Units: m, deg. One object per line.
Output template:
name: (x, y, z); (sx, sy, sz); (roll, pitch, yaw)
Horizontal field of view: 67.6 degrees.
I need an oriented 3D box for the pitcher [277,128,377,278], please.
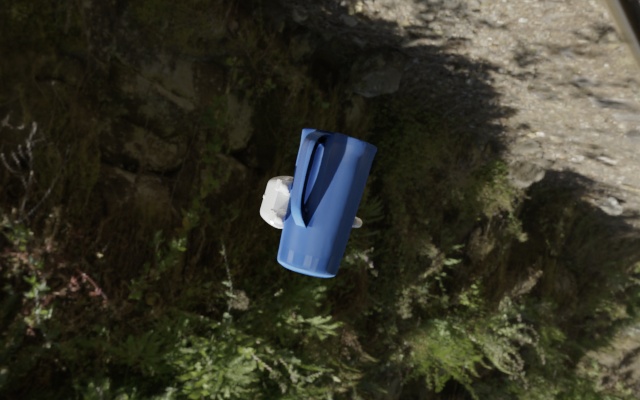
pitcher: (0.000, 0.003, 0.819); (0.149, 0.243, 0.145); (14, 0, -20)
